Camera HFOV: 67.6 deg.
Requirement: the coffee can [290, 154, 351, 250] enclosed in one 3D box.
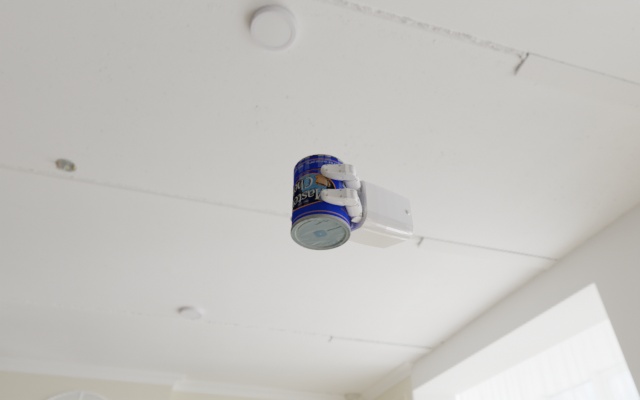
[{"bbox_3d":[0.000,0.003,0.851,0.103,0.140,0.103,0,-37,0],"label":"coffee can"}]
